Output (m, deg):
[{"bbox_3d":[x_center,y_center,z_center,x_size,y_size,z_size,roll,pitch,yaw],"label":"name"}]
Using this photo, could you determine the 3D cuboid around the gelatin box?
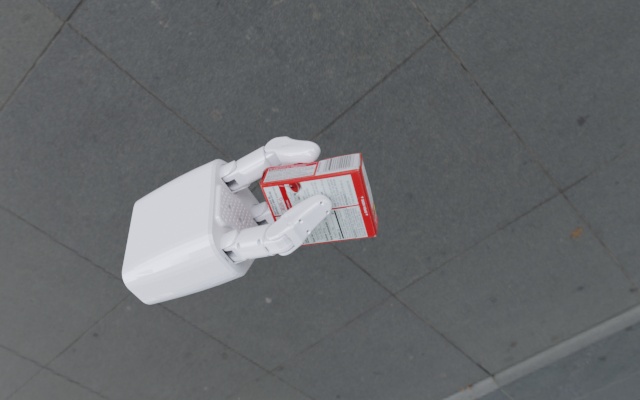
[{"bbox_3d":[0.000,0.002,0.419,0.089,0.073,0.030,-8,36,15],"label":"gelatin box"}]
